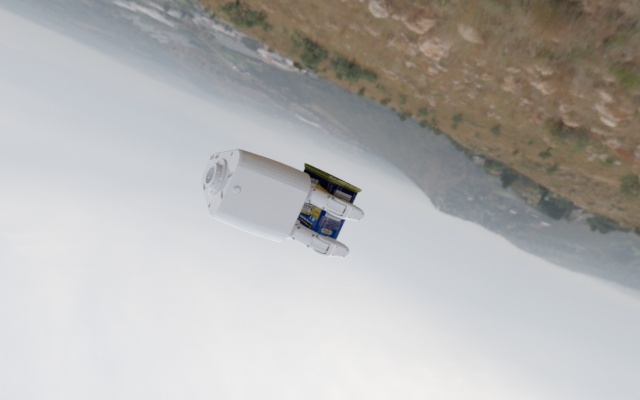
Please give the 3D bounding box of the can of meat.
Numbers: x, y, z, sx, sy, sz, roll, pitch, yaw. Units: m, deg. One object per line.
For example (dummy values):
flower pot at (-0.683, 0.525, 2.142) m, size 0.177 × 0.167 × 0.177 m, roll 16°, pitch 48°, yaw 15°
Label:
can of meat at (0.000, 0.003, 0.685) m, size 0.057 × 0.084 × 0.102 m, roll 21°, pitch 6°, yaw -36°
